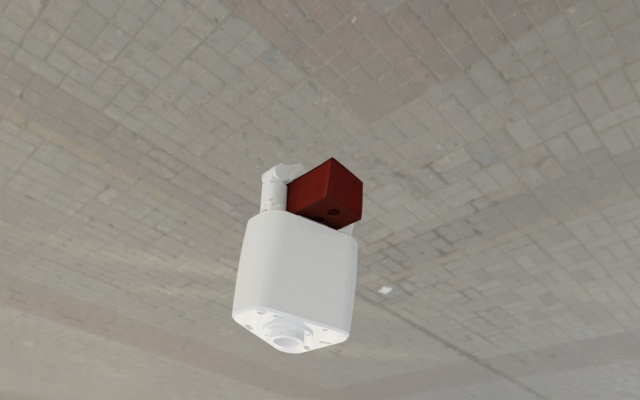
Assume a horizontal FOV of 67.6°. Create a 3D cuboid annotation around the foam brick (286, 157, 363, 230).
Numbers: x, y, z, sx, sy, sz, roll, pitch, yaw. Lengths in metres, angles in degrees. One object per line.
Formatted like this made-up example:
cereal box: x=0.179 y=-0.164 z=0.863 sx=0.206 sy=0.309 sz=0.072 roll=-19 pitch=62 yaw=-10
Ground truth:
foam brick: x=0.000 y=0.001 z=0.507 sx=0.078 sy=0.051 sz=0.053 roll=-28 pitch=-48 yaw=37
